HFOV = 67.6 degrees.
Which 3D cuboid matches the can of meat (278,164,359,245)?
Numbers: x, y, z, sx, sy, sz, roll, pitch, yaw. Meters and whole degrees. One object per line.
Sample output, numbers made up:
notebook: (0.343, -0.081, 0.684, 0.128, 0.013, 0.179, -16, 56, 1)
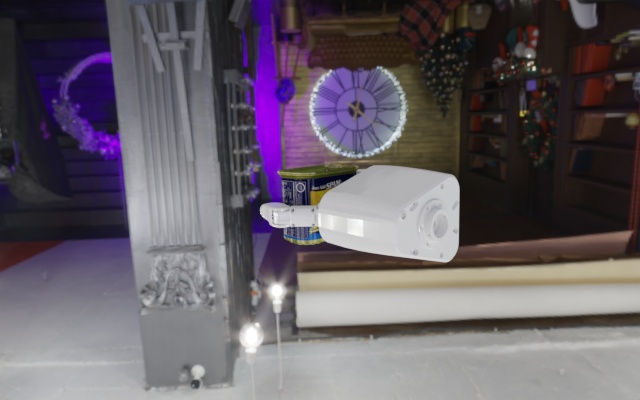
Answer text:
can of meat: (0.000, 0.002, 0.580, 0.102, 0.084, 0.057, -11, 13, -43)
